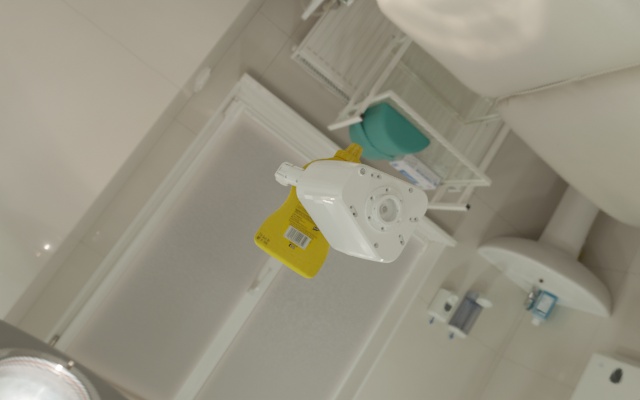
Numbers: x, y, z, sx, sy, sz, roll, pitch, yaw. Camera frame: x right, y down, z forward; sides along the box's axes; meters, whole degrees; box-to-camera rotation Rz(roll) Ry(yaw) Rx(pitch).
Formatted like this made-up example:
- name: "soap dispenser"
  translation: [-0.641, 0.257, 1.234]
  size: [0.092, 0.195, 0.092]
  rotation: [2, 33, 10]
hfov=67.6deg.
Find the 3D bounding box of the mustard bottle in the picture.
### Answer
- name: "mustard bottle"
  translation: [0.000, 0.002, 0.647]
  size: [0.096, 0.191, 0.058]
  rotation: [34, -11, 0]
